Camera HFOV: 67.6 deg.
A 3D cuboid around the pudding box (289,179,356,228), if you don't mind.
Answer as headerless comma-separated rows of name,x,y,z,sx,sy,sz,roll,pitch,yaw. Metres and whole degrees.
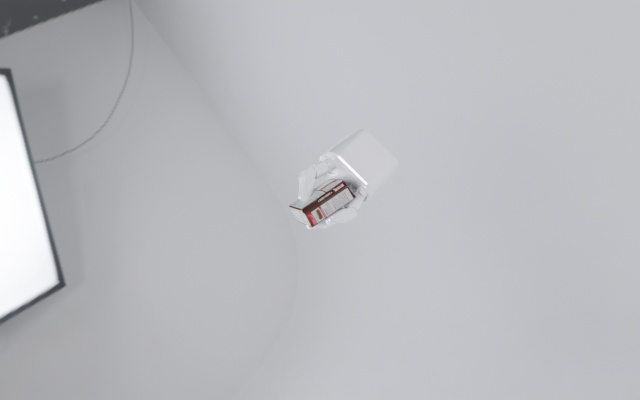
pudding box,0.000,0.002,0.815,0.090,0.039,0.113,-35,9,-10
